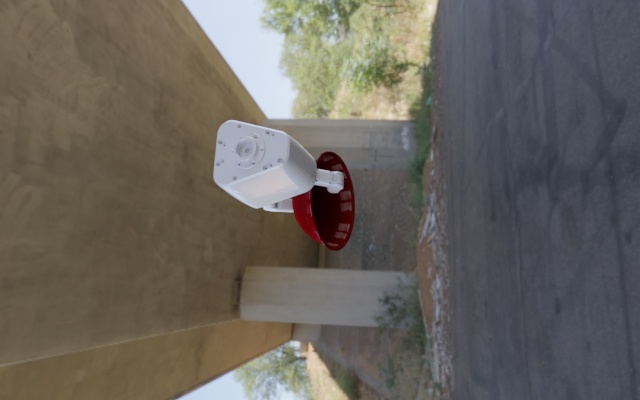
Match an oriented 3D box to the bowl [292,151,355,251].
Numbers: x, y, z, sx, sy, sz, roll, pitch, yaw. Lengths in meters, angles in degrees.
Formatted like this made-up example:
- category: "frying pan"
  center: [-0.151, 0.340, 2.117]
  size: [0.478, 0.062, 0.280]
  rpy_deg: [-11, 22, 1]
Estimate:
- category: "bowl"
  center: [0.000, 0.003, 0.785]
  size: [0.055, 0.162, 0.162]
  rpy_deg: [-5, -2, 28]
